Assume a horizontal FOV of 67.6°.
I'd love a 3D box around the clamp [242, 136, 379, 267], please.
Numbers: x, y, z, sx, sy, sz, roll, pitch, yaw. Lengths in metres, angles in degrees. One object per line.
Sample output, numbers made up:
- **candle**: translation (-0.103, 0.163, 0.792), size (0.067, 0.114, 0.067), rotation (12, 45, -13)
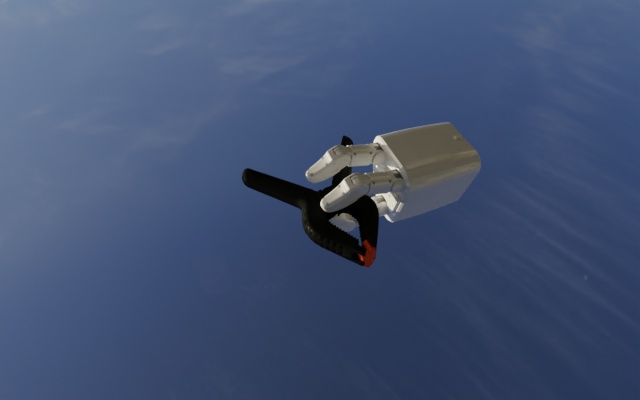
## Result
- **clamp**: translation (0.001, 0.003, 0.599), size (0.164, 0.036, 0.209), rotation (-16, 48, -12)
